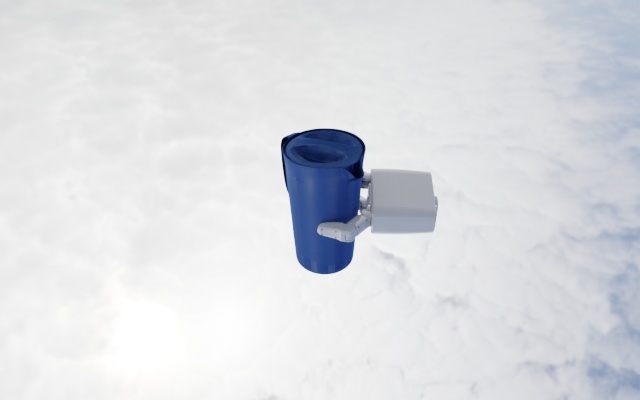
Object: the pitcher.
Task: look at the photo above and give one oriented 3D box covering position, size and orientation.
[{"bbox_3d":[0.000,0.003,0.831,0.145,0.243,0.149,1,35,2],"label":"pitcher"}]
